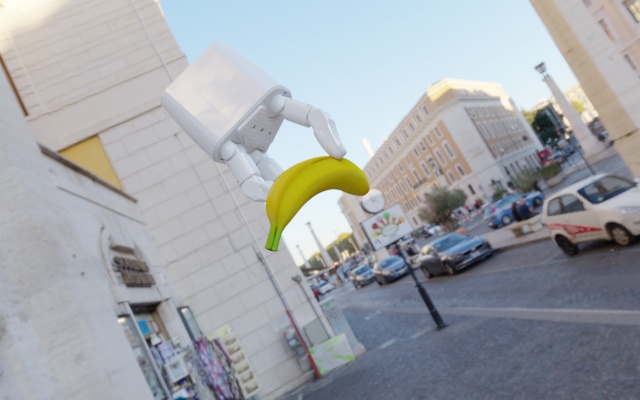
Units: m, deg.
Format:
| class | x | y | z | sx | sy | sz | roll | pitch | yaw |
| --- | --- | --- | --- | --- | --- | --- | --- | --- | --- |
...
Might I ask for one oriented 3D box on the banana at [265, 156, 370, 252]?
| class | x | y | z | sx | sy | sz | roll | pitch | yaw |
| --- | --- | --- | --- | --- | --- | --- | --- | --- | --- |
| banana | 0.000 | -0.014 | 0.504 | 0.037 | 0.070 | 0.197 | 20 | 27 | 29 |
